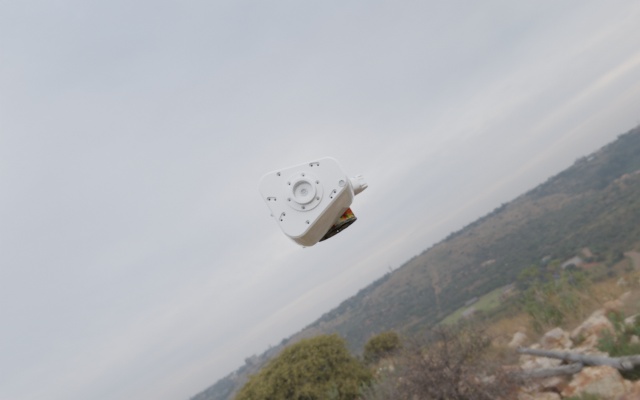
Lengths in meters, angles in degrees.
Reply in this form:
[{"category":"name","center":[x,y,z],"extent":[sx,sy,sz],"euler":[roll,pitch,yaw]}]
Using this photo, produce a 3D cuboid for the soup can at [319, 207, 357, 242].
[{"category":"soup can","center":[0.000,0.002,0.721],"extent":[0.068,0.102,0.068],"euler":[-30,-11,-7]}]
